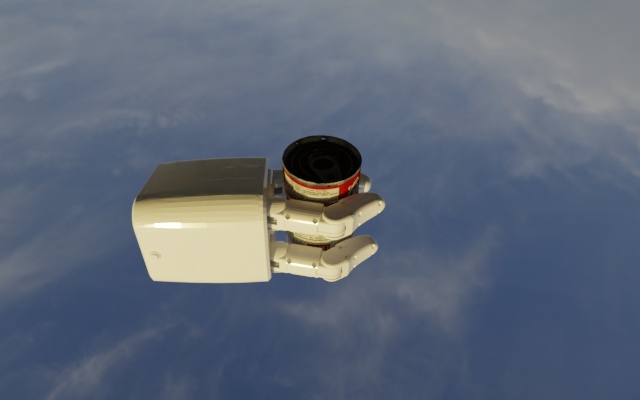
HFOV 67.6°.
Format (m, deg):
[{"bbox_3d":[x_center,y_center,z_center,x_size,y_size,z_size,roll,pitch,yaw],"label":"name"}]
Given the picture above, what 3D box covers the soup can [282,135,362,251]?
[{"bbox_3d":[0.001,0.002,0.438,0.068,0.102,0.068,1,42,-1],"label":"soup can"}]
